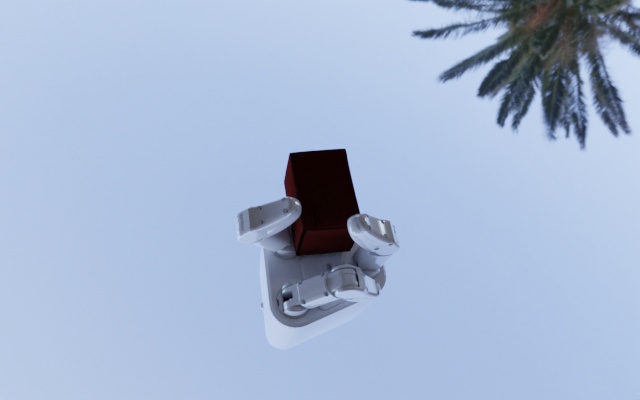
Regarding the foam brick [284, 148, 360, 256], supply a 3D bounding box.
[{"bbox_3d":[0.000,0.001,0.419,0.053,0.078,0.051,-4,-28,-12],"label":"foam brick"}]
